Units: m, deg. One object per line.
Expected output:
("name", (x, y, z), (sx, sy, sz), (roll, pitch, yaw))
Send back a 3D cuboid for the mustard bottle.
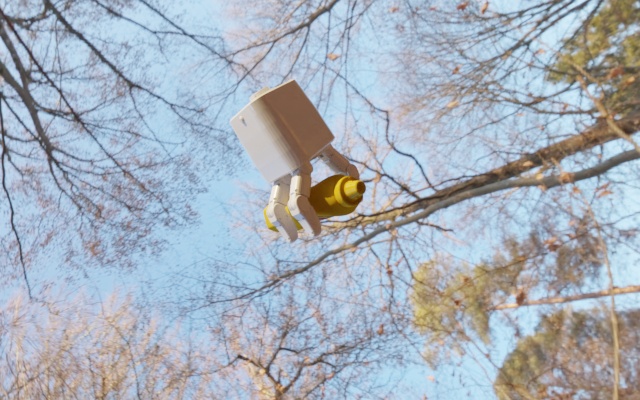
("mustard bottle", (0.000, 0.003, 0.689), (0.096, 0.058, 0.192), (-11, -6, -35))
